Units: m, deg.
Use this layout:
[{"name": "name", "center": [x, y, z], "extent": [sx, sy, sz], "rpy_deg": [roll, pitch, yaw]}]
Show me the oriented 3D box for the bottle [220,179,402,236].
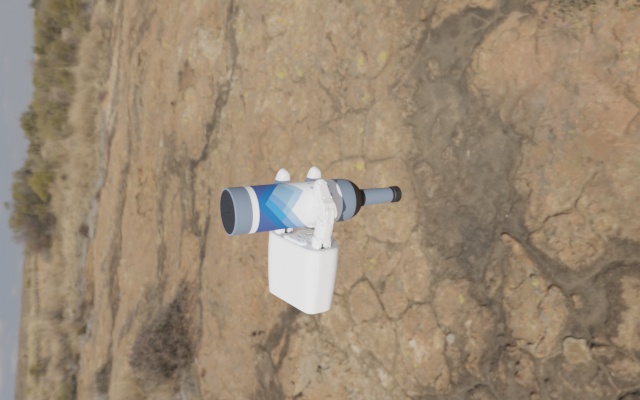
[{"name": "bottle", "center": [0.000, 0.002, 0.726], "extent": [0.295, 0.069, 0.069], "rpy_deg": [-6, 3, -29]}]
